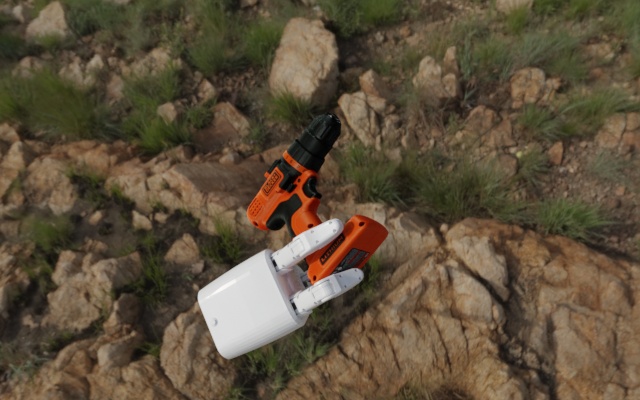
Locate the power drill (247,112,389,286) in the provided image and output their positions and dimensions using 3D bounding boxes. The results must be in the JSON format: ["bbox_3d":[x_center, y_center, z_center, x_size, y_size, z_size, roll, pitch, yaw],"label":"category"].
[{"bbox_3d":[0.000,0.002,0.595,0.057,0.184,0.187,19,24,-45],"label":"power drill"}]
